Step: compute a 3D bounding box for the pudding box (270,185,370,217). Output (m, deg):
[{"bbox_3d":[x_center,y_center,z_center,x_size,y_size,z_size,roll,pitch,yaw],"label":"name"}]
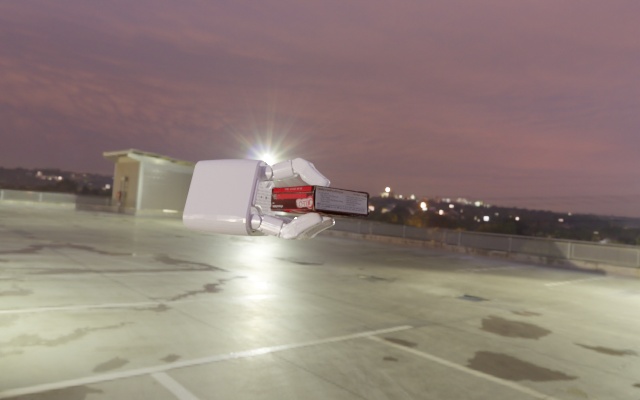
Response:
[{"bbox_3d":[0.000,0.002,0.673,0.113,0.039,0.090,4,-3,-44],"label":"pudding box"}]
